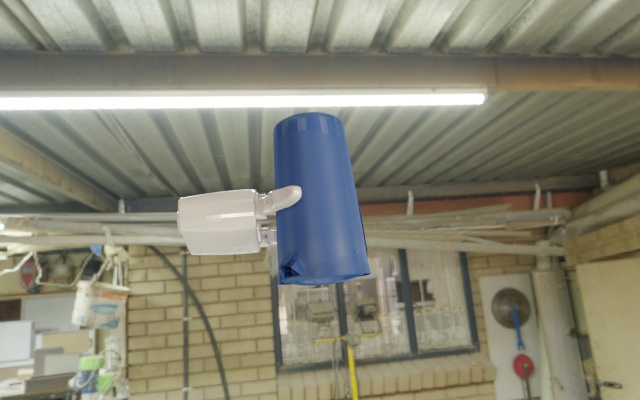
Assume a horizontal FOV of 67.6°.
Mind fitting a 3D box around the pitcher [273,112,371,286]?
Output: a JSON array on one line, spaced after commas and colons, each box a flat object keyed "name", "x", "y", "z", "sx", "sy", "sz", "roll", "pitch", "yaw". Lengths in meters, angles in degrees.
[{"name": "pitcher", "x": 0.000, "y": 0.002, "z": 0.708, "sx": 0.145, "sy": 0.242, "sz": 0.149, "roll": -5, "pitch": -12, "yaw": -6}]
